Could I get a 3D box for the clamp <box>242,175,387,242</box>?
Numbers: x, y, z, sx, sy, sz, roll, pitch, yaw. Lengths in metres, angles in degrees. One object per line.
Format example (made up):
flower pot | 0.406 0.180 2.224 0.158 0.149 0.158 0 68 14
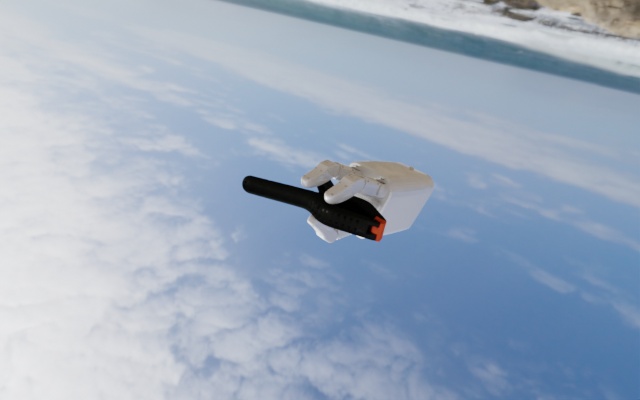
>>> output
clamp | 0.000 0.003 0.676 0.164 0.036 0.210 -6 27 -39
